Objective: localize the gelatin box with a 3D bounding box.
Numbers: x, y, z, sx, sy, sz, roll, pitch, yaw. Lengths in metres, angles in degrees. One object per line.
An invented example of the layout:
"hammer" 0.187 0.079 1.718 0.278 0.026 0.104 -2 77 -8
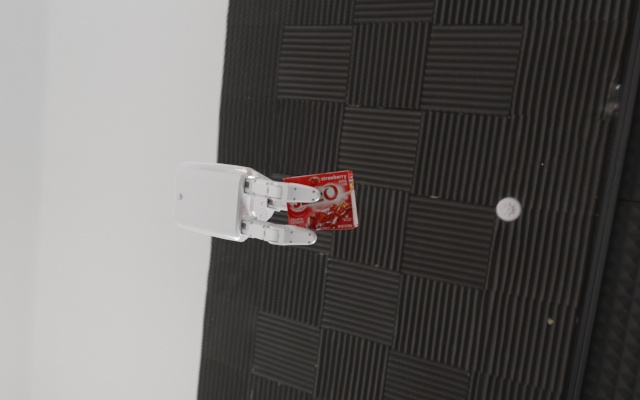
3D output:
"gelatin box" 0.001 0.002 0.616 0.089 0.073 0.030 -5 4 17
